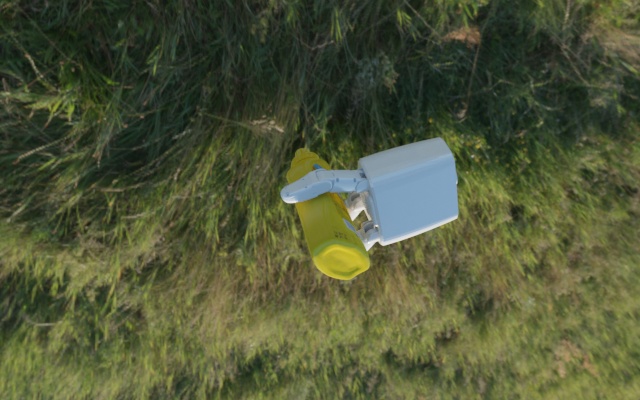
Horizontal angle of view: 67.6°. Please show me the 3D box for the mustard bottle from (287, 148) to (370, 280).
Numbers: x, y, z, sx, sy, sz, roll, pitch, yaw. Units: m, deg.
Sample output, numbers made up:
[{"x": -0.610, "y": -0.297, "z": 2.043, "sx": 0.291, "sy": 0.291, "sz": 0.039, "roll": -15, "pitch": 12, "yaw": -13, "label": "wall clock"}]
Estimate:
[{"x": 0.000, "y": 0.002, "z": 0.608, "sx": 0.058, "sy": 0.191, "sz": 0.096, "roll": -33, "pitch": -40, "yaw": 15, "label": "mustard bottle"}]
